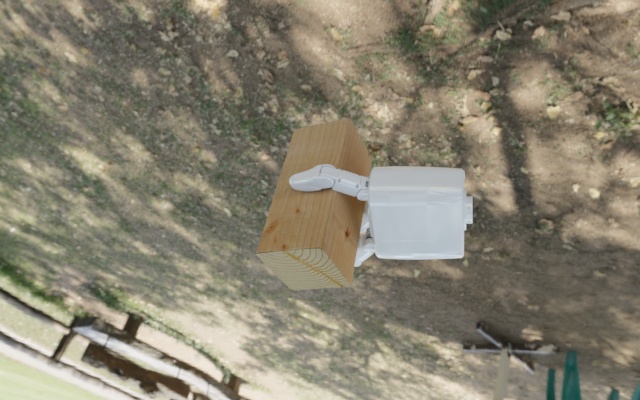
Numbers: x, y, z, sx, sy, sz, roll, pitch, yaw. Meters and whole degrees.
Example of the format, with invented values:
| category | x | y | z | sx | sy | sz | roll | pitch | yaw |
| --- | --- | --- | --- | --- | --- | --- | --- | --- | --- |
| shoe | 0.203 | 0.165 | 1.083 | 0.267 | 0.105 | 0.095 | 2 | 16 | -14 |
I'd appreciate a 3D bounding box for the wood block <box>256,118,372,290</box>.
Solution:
| category | x | y | z | sx | sy | sz | roll | pitch | yaw |
| --- | --- | --- | --- | --- | --- | --- | --- | --- | --- |
| wood block | 0.000 | 0.002 | 0.625 | 0.090 | 0.206 | 0.091 | -8 | -41 | 26 |
